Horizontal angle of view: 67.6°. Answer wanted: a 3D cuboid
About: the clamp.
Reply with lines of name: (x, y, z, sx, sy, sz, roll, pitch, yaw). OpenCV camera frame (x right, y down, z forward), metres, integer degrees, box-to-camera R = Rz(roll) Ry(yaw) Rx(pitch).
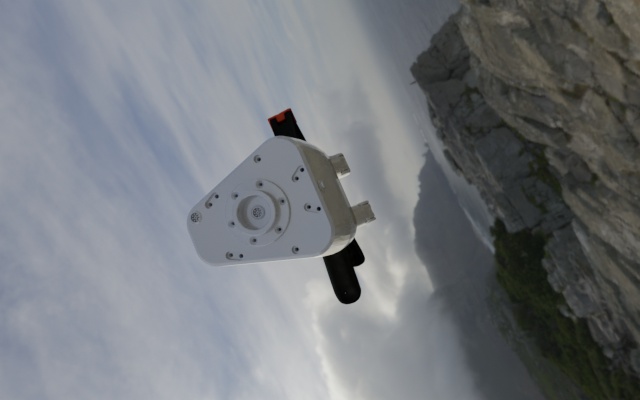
clamp: (-0.001, 0.002, 0.529, 0.036, 0.210, 0.164, -24, -5, 7)
